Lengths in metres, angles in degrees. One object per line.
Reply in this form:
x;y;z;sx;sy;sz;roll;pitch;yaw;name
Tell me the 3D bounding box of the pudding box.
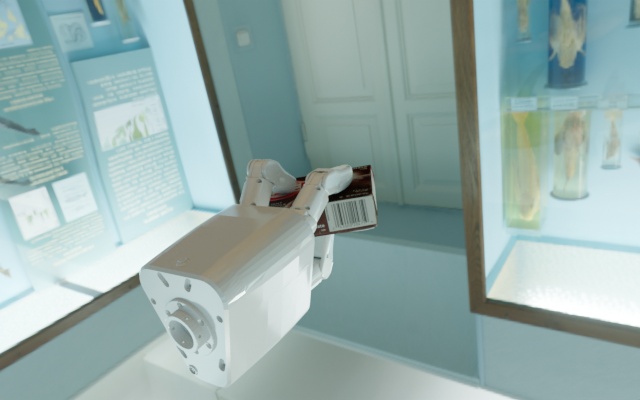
0.000;0.002;0.486;0.113;0.039;0.090;-7;22;7;pudding box
